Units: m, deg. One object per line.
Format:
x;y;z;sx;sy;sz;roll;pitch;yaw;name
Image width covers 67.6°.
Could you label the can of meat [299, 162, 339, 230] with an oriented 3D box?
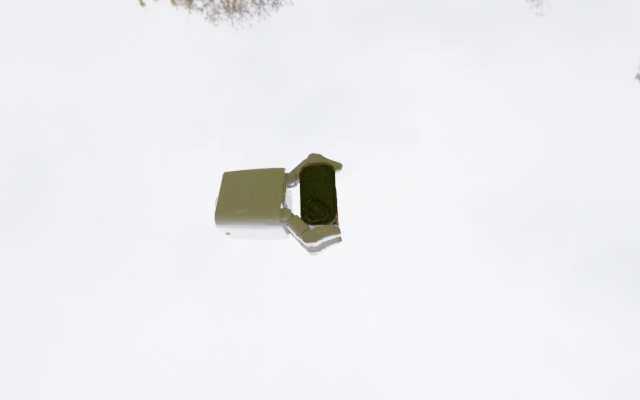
0.000;0.003;0.768;0.057;0.102;0.084;-4;-20;5;can of meat
